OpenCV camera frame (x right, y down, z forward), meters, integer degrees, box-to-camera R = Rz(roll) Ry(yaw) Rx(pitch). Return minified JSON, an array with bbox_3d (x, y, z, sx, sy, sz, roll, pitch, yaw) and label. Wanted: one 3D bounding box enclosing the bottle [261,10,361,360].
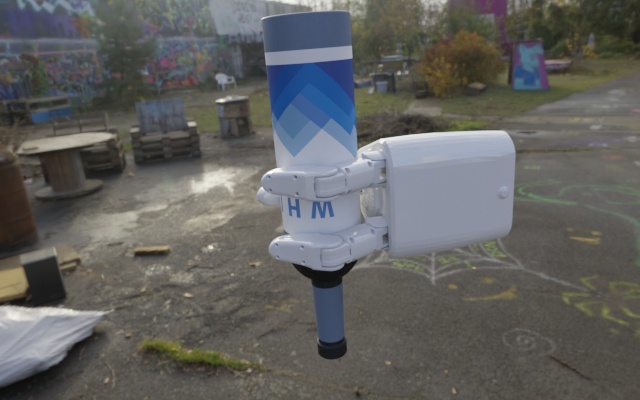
[{"bbox_3d":[0.000,0.001,0.402,0.069,0.296,0.069,-4,18,1],"label":"bottle"}]
